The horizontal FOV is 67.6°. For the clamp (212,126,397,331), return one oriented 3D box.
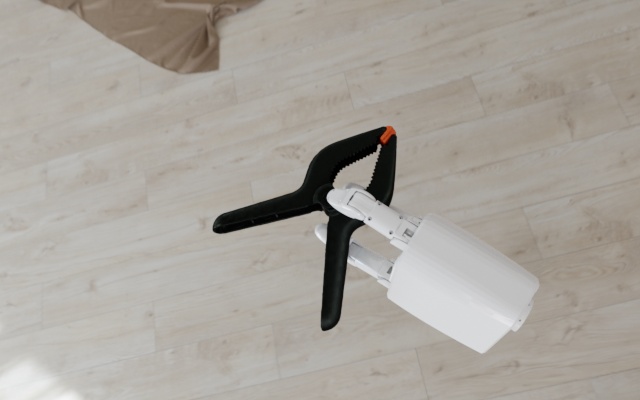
[{"bbox_3d":[0.000,0.001,0.492,0.164,0.210,0.036,32,-11,15],"label":"clamp"}]
